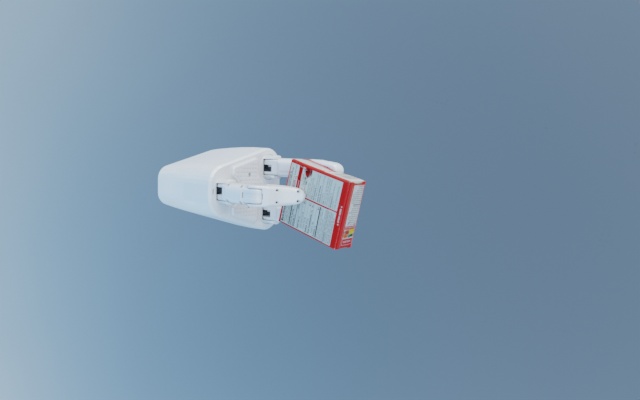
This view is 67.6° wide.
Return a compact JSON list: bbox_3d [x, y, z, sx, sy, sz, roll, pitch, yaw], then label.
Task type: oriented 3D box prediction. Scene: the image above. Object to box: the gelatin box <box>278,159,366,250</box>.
[{"bbox_3d":[0.000,0.002,0.507,0.089,0.073,0.030,24,19,39],"label":"gelatin box"}]
